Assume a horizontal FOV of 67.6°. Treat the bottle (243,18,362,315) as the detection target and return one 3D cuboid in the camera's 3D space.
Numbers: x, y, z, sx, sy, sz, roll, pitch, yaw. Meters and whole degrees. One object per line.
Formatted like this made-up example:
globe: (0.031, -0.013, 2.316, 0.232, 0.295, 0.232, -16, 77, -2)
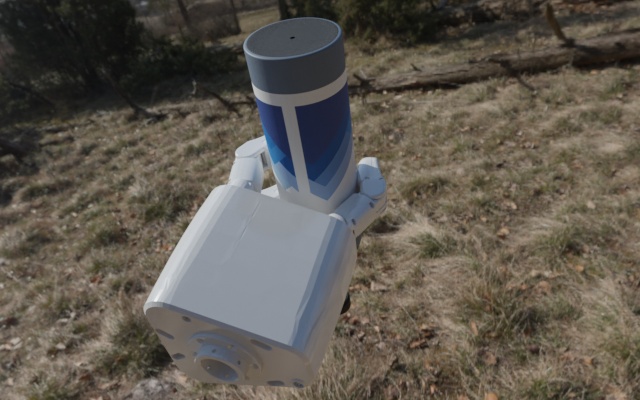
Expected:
bottle: (0.000, 0.001, 0.412, 0.069, 0.296, 0.069, -5, 41, 5)
